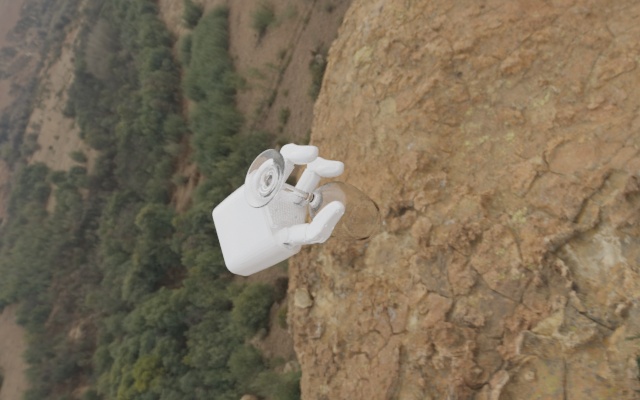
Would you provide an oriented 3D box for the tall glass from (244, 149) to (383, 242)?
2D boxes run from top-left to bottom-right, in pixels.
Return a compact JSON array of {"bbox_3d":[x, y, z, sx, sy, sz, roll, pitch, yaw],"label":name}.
[{"bbox_3d":[0.000,0.002,0.636,0.079,0.079,0.201,0,-17,46],"label":"tall glass"}]
